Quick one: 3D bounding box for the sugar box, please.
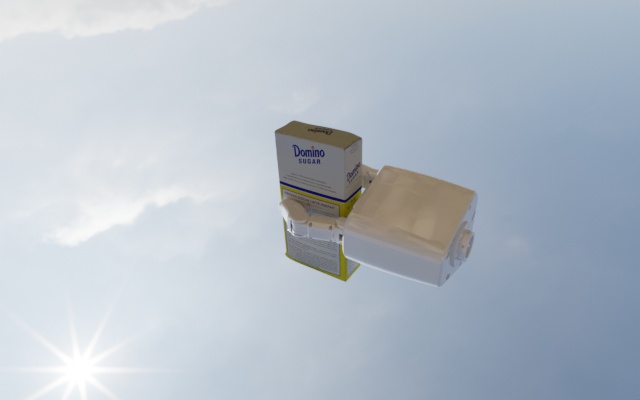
[{"bbox_3d":[0.001,0.002,0.556,0.093,0.176,0.048,18,35,28],"label":"sugar box"}]
